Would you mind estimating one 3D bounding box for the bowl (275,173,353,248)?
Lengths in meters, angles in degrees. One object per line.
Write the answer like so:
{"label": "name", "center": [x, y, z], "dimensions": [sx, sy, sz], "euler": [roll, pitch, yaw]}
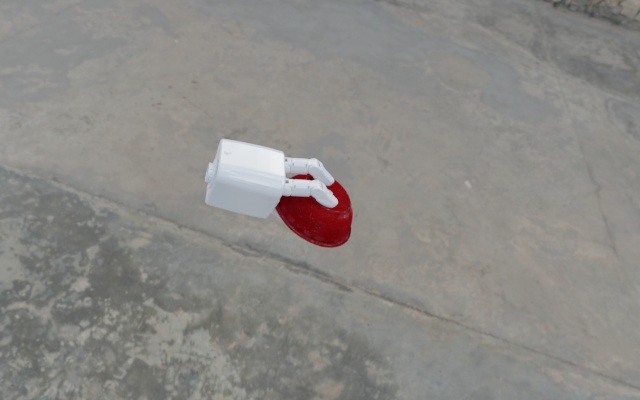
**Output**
{"label": "bowl", "center": [0.001, 0.003, 0.838], "dimensions": [0.162, 0.162, 0.055], "euler": [0, -40, -43]}
